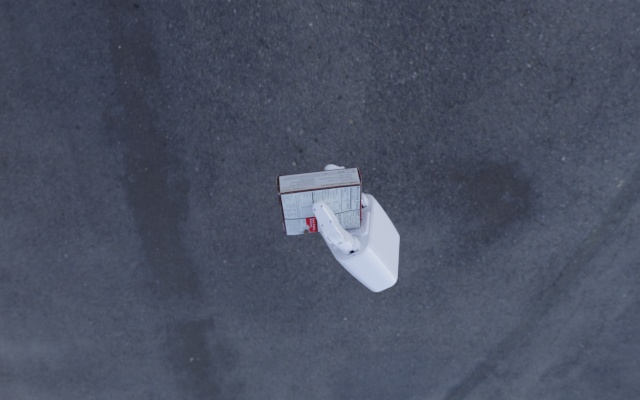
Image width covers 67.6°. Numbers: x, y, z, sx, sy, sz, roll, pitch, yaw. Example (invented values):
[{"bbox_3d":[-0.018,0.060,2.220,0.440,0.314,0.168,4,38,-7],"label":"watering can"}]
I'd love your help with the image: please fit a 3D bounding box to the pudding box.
[{"bbox_3d":[0.000,0.002,0.656,0.113,0.039,0.090,-7,-44,-3],"label":"pudding box"}]
